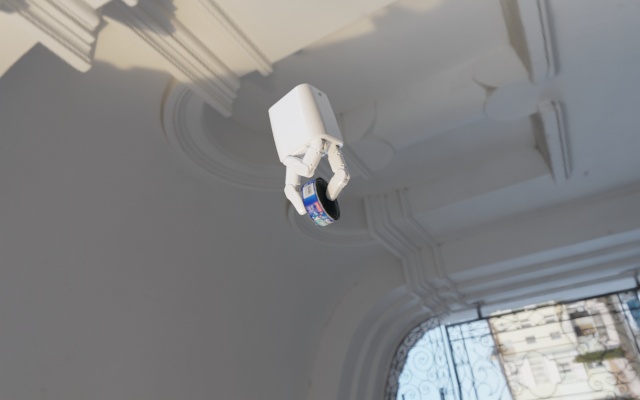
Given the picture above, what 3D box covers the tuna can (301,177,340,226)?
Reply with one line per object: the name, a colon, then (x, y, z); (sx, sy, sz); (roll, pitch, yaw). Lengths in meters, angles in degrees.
tuna can: (0.000, 0.003, 0.865); (0.034, 0.086, 0.086); (-25, -9, 21)
